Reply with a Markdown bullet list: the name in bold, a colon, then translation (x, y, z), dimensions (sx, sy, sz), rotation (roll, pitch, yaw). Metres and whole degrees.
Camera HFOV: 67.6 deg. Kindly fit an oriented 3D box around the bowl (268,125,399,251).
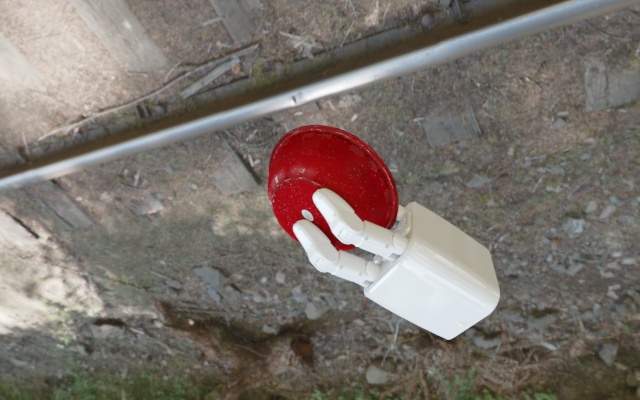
- **bowl**: translation (-0.001, 0.001, 0.521), dimensions (0.162, 0.162, 0.055), rotation (0, 32, 32)
